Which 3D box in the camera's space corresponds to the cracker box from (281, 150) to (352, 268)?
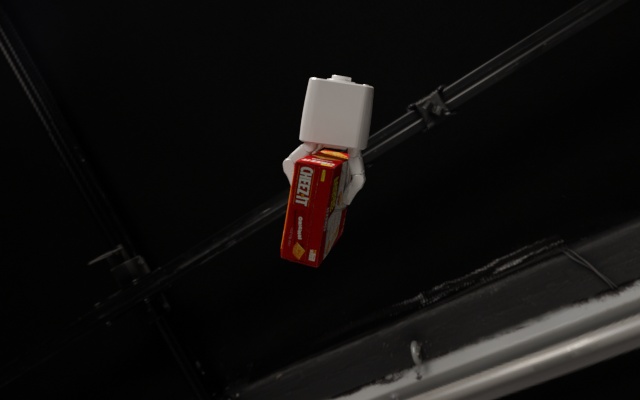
[{"bbox_3d":[0.000,0.003,0.837,0.072,0.164,0.213,11,13,11],"label":"cracker box"}]
